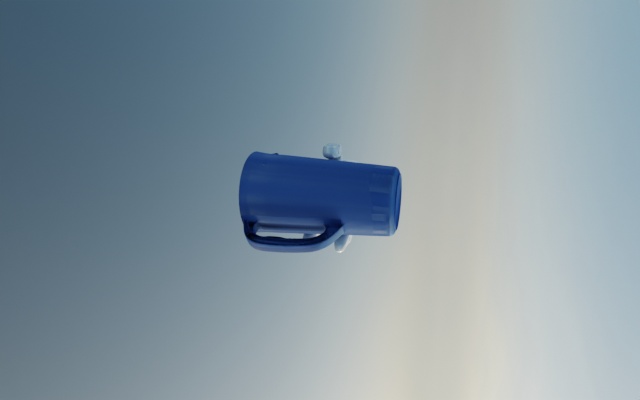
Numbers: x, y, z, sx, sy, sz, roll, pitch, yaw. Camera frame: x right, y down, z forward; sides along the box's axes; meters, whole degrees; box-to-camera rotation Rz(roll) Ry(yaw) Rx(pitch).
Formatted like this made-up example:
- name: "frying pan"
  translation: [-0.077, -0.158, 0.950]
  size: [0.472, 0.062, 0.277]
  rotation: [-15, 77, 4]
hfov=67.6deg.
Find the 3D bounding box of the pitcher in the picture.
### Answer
- name: "pitcher"
  translation: [0.000, 0.002, 0.753]
  size: [0.243, 0.149, 0.145]
  rotation: [4, 6, 14]
